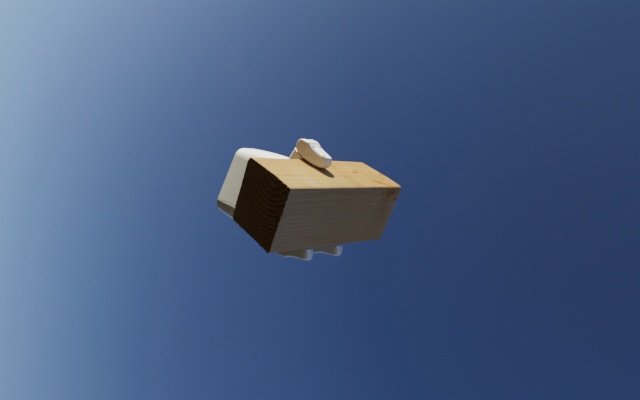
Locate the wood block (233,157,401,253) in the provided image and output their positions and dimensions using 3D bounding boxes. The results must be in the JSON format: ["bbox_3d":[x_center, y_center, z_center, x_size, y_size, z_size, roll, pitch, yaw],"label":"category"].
[{"bbox_3d":[0.000,0.002,0.644,0.206,0.091,0.090,-3,30,-44],"label":"wood block"}]
